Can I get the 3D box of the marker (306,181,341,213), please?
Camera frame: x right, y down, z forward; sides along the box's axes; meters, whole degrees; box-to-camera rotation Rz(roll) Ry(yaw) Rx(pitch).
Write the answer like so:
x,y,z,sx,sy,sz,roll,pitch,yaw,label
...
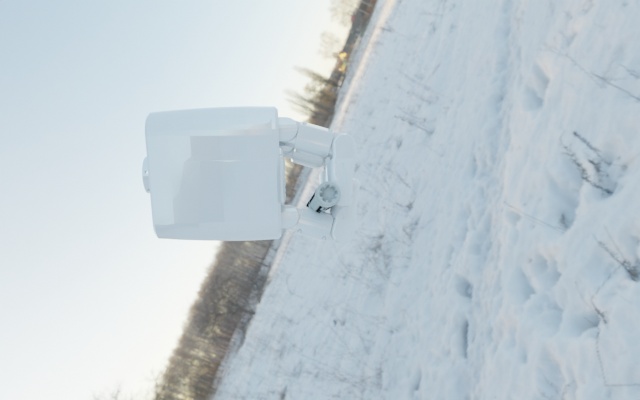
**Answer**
x,y,z,sx,sy,sz,roll,pitch,yaw,label
0.000,0.001,0.413,0.020,0.020,0.121,0,-6,-6,marker
